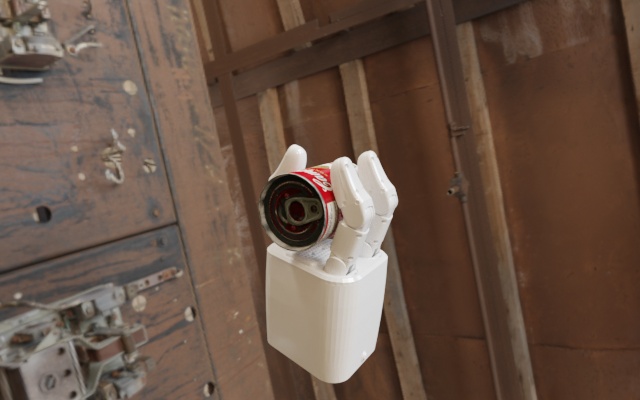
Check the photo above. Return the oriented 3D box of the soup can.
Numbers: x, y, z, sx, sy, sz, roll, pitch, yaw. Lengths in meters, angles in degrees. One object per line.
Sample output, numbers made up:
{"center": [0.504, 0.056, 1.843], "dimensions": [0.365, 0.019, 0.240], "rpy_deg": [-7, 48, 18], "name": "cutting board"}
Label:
{"center": [0.000, 0.001, 0.446], "dimensions": [0.068, 0.068, 0.102], "rpy_deg": [0, 11, 31], "name": "soup can"}
